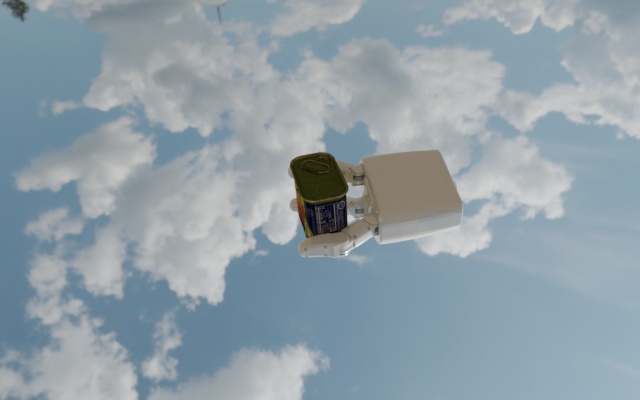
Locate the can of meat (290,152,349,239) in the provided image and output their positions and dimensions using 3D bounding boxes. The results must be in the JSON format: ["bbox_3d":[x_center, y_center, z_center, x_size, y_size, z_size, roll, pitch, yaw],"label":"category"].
[{"bbox_3d":[0.000,0.002,0.596,0.057,0.084,0.102,-12,37,-8],"label":"can of meat"}]
